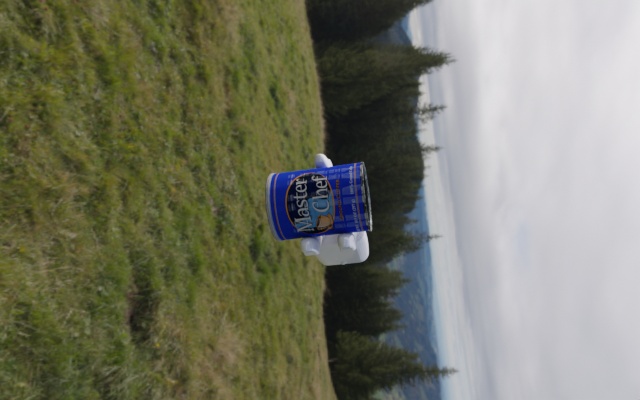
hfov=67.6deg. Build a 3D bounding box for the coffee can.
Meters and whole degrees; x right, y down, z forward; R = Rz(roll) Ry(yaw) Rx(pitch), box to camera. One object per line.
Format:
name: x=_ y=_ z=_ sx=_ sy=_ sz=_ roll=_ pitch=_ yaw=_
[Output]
coffee can: x=0.000 y=0.002 z=0.706 sx=0.140 sy=0.103 sz=0.103 roll=-7 pitch=-1 yaw=9
